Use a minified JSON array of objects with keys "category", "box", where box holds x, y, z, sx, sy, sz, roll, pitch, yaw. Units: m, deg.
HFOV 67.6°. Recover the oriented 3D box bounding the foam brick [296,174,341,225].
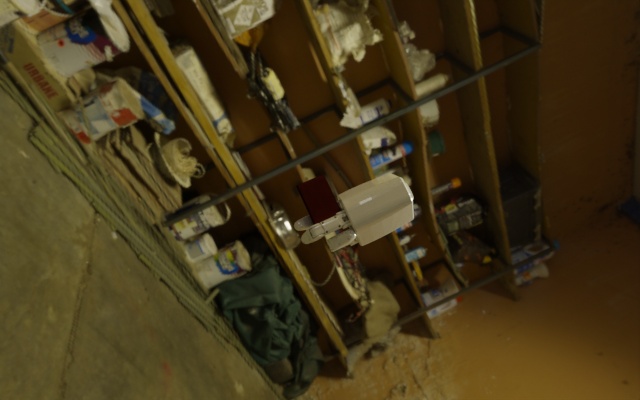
[{"category":"foam brick","box":[0.000,0.002,0.814,0.051,0.078,0.053,-25,-9,2]}]
